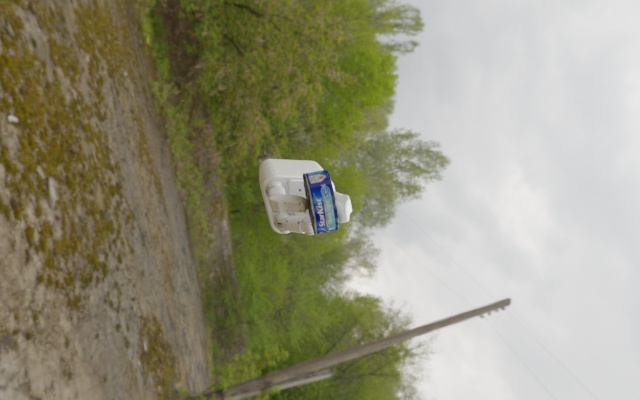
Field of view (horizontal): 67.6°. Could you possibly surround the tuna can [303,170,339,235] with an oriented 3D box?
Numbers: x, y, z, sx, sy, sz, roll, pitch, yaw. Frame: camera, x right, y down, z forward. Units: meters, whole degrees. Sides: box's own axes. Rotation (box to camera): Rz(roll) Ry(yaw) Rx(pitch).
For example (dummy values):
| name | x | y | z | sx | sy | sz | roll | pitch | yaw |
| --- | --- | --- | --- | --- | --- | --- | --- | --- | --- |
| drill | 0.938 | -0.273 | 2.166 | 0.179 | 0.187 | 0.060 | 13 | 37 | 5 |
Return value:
| name | x | y | z | sx | sy | sz | roll | pitch | yaw |
| --- | --- | --- | --- | --- | --- | --- | --- | --- | --- |
| tuna can | 0.001 | 0.002 | 0.648 | 0.034 | 0.086 | 0.086 | -11 | 1 | -4 |
